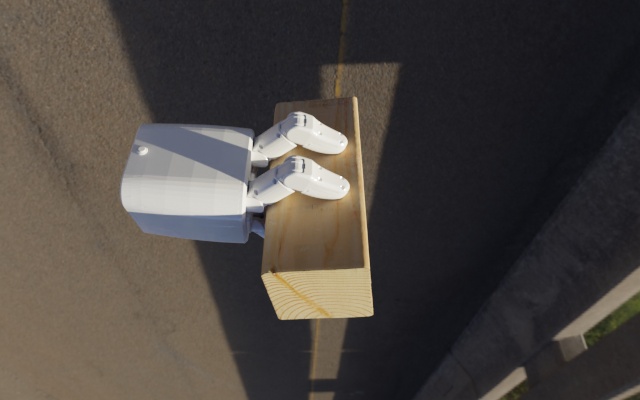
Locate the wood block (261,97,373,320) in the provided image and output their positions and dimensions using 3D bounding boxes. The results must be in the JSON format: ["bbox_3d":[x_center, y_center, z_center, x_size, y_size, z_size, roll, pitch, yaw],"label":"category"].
[{"bbox_3d":[0.000,0.002,0.472,0.090,0.206,0.091,-4,-38,5],"label":"wood block"}]
